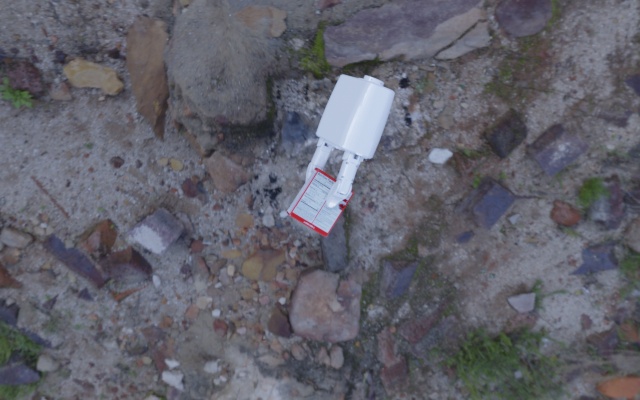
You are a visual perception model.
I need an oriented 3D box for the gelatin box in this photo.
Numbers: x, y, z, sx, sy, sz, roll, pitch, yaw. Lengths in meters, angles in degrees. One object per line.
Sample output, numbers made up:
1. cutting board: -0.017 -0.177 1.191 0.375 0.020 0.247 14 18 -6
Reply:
1. gelatin box: 0.000 0.003 0.770 0.073 0.089 0.030 32 2 -18
